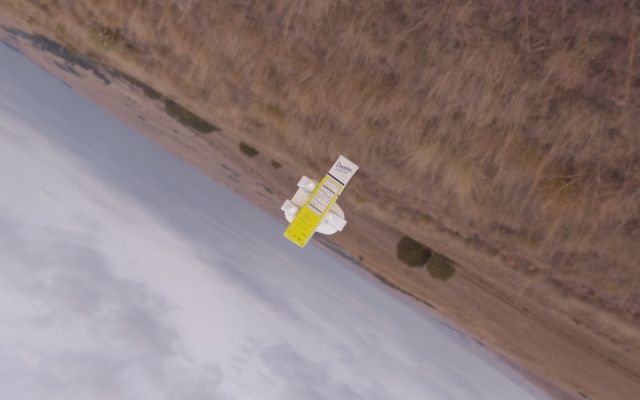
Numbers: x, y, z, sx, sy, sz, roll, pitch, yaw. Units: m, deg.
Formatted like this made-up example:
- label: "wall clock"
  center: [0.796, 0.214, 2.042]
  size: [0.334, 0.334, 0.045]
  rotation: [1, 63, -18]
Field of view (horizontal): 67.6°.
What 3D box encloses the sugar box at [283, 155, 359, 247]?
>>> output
- label: "sugar box"
  center: [0.000, 0.003, 0.877]
  size: [0.048, 0.176, 0.093]
  rotation: [33, -4, 1]
